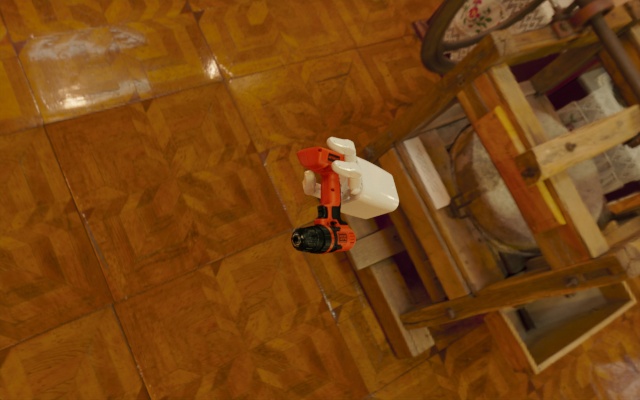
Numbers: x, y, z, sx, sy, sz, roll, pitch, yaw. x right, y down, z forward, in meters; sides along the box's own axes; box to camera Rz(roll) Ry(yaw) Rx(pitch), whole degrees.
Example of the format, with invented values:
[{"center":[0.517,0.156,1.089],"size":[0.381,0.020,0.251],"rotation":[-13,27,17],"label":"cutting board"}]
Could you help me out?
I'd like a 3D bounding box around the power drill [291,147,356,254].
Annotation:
[{"center":[0.000,0.002,0.860],"size":[0.057,0.187,0.184],"rotation":[-7,-8,28],"label":"power drill"}]
